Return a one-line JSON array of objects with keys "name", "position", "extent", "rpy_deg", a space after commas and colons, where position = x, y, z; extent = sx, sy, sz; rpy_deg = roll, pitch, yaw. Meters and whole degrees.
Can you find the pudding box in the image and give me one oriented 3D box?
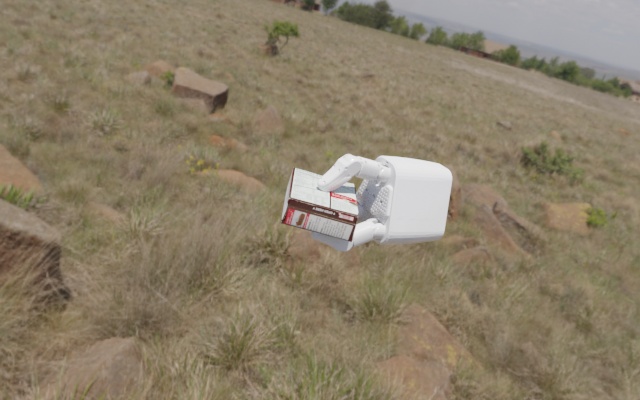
[{"name": "pudding box", "position": [0.000, 0.002, 0.609], "extent": [0.090, 0.039, 0.113], "rpy_deg": [14, 21, -6]}]
